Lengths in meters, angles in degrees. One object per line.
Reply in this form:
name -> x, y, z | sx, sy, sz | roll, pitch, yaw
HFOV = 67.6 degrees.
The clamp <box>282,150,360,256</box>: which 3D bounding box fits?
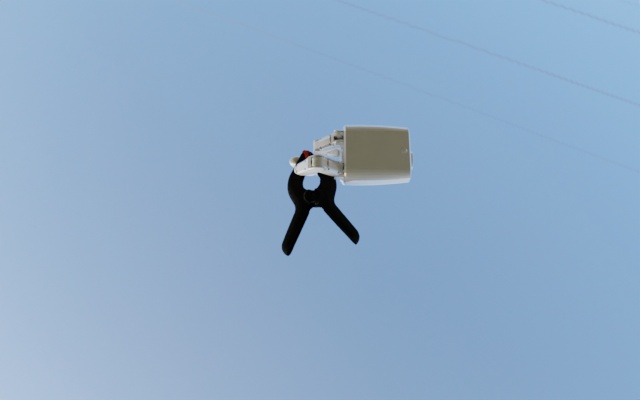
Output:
clamp -> 0.000, 0.003, 0.756 | 0.120, 0.171, 0.039 | 0, -15, 0
